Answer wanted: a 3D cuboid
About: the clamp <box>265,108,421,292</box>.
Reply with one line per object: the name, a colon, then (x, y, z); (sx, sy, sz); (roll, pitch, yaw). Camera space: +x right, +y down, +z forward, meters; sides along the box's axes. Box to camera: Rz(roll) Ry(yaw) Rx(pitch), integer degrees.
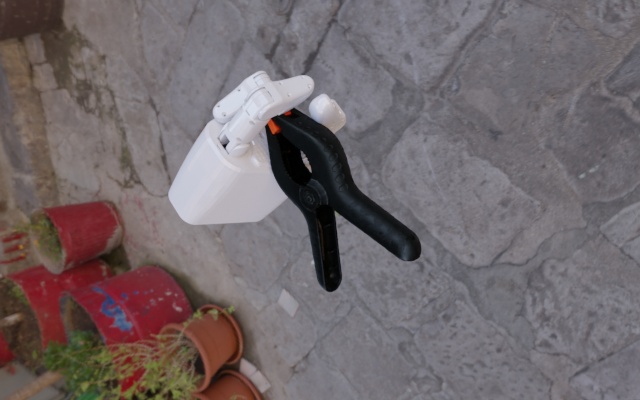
clamp: (0.000, 0.001, 0.415); (0.039, 0.171, 0.120); (-23, -15, -48)
